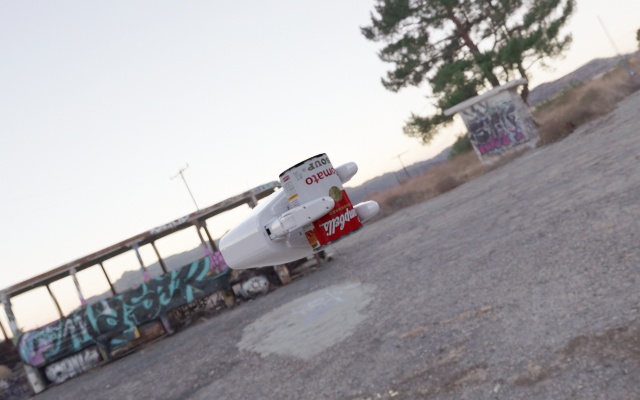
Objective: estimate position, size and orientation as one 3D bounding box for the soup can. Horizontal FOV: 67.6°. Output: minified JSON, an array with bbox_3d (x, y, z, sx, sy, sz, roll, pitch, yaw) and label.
[{"bbox_3d":[0.000,0.001,0.576,0.068,0.102,0.068,-26,-2,-1],"label":"soup can"}]
